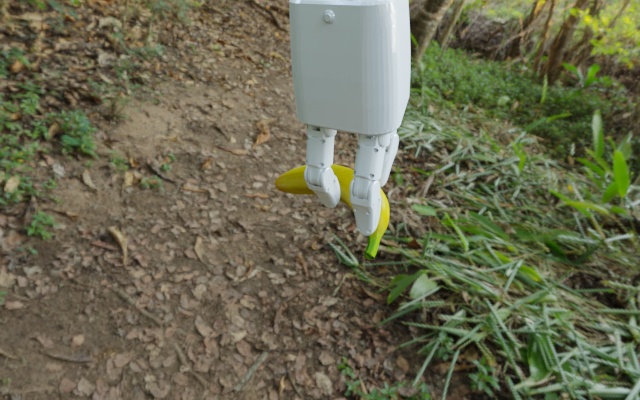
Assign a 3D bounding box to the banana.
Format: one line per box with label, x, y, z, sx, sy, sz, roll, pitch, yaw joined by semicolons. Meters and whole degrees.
banana;0.016;-0.008;0.526;0.069;0.037;0.197;-39;37;-13
